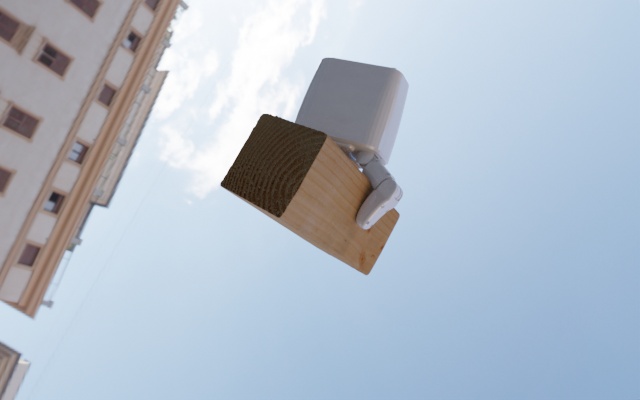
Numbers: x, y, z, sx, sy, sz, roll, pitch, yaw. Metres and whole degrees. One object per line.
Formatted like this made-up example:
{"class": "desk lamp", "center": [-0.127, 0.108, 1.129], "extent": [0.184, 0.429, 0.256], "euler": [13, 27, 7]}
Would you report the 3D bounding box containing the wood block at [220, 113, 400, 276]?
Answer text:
{"class": "wood block", "center": [0.001, 0.002, 0.532], "extent": [0.091, 0.090, 0.206], "euler": [25, -8, 36]}
